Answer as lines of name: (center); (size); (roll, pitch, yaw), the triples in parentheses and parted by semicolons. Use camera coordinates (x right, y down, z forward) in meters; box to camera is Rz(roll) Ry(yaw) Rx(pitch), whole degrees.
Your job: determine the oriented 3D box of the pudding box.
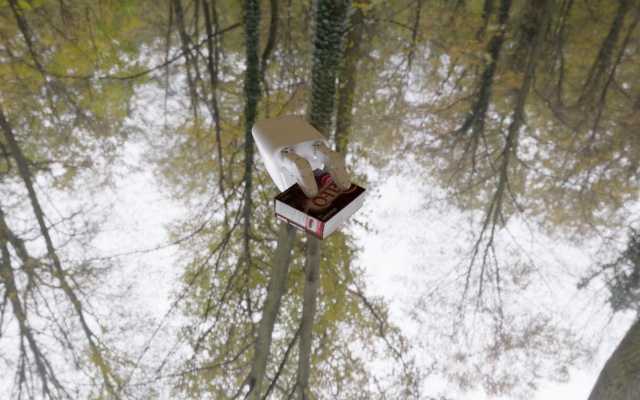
pudding box: (0.000, 0.002, 0.701); (0.090, 0.039, 0.113); (24, 42, 26)
